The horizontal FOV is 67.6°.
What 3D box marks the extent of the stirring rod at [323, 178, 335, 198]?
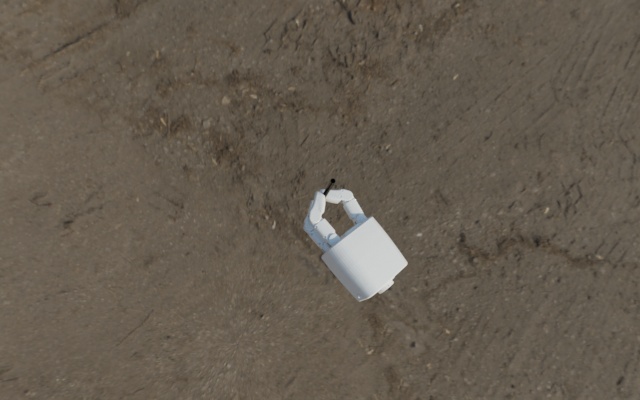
[{"bbox_3d":[0.000,0.003,0.869,0.011,0.011,0.239,0,-16,-10],"label":"stirring rod"}]
